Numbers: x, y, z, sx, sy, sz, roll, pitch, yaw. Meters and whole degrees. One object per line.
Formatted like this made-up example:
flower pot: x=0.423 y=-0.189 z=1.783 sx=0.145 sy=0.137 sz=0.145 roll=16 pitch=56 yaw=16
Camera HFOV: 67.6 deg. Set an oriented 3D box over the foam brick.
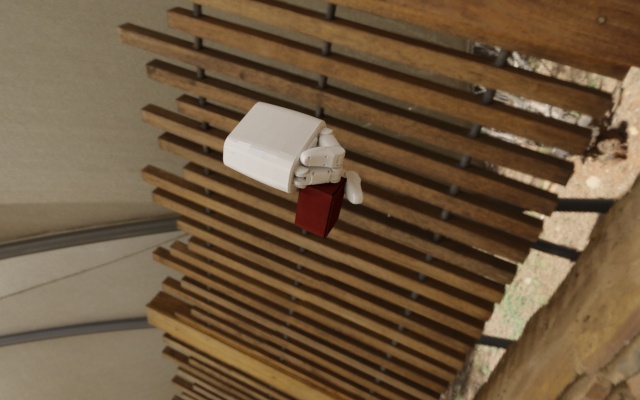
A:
foam brick: x=0.000 y=0.003 z=0.681 sx=0.051 sy=0.078 sz=0.053 roll=21 pitch=37 yaw=14
